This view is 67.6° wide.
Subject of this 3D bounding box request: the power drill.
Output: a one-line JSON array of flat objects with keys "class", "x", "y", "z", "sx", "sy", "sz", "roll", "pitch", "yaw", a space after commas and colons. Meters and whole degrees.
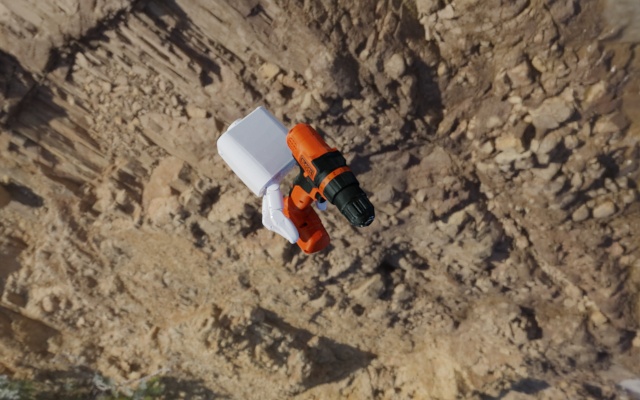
[{"class": "power drill", "x": 0.000, "y": 0.002, "z": 0.726, "sx": 0.057, "sy": 0.184, "sz": 0.188, "roll": -21, "pitch": -27, "yaw": -30}]
